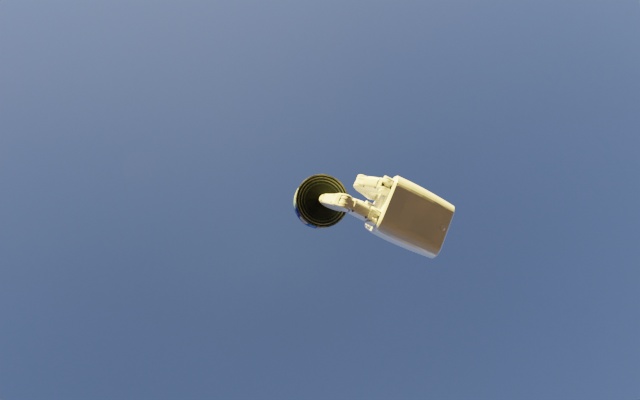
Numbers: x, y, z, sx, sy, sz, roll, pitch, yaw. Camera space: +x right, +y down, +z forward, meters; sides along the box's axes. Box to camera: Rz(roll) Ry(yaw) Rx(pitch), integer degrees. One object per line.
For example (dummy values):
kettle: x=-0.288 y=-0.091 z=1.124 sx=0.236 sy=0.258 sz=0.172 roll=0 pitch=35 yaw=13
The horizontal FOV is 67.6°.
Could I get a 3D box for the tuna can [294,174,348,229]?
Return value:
tuna can: x=0.000 y=0.003 z=0.770 sx=0.086 sy=0.086 sz=0.034 roll=0 pitch=-8 yaw=-12
